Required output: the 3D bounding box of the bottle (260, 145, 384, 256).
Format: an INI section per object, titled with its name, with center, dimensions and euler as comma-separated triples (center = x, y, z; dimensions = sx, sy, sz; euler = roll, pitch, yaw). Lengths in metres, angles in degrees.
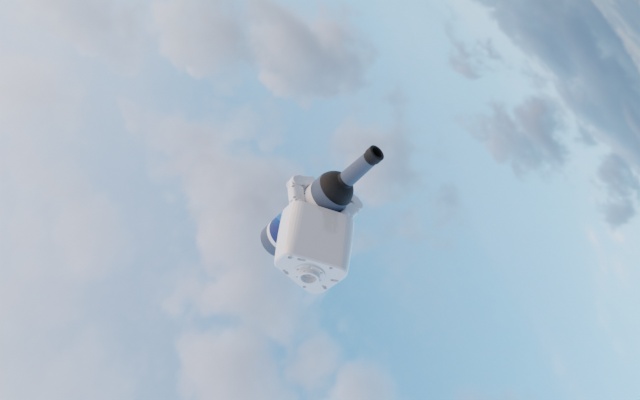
[bottle]
center = 0.000, 0.003, 0.810
dimensions = 0.069, 0.069, 0.296
euler = 0, -31, -42
